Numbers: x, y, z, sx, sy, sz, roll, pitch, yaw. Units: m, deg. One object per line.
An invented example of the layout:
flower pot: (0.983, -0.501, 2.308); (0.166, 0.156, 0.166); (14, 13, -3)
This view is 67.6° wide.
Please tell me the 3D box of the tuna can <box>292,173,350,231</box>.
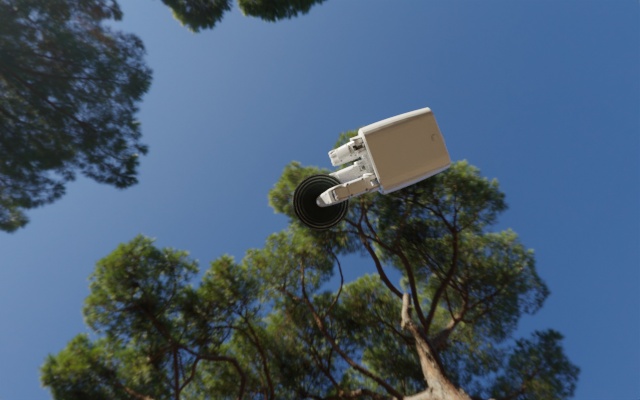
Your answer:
tuna can: (0.000, 0.002, 0.729); (0.086, 0.086, 0.034); (0, 0, -2)
